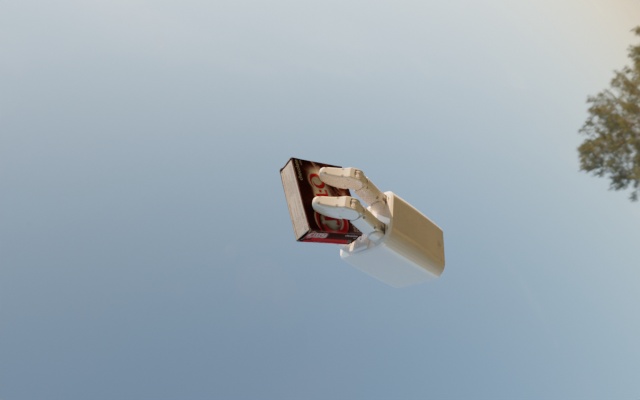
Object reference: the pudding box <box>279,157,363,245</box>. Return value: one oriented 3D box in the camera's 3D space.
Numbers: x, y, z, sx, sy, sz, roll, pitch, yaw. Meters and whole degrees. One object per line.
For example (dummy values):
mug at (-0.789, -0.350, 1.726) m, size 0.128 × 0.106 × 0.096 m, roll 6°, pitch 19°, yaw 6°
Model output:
pudding box at (0.000, 0.002, 0.641) m, size 0.090 × 0.113 × 0.039 m, roll 8°, pitch -37°, yaw -39°
